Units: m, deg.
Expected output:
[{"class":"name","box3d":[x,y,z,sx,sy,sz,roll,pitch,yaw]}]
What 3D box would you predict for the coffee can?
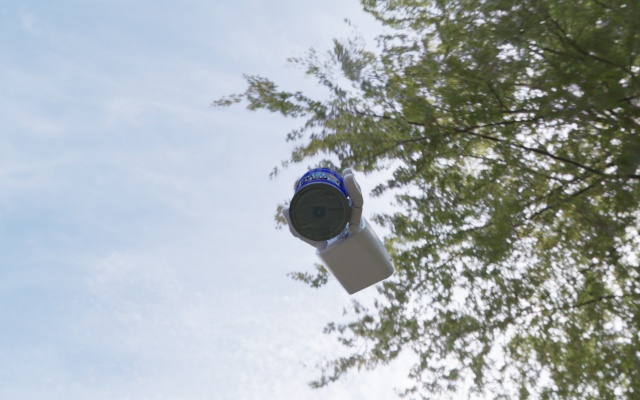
[{"class":"coffee can","box3d":[0.000,0.003,0.863,0.103,0.103,0.140,0,15,2]}]
